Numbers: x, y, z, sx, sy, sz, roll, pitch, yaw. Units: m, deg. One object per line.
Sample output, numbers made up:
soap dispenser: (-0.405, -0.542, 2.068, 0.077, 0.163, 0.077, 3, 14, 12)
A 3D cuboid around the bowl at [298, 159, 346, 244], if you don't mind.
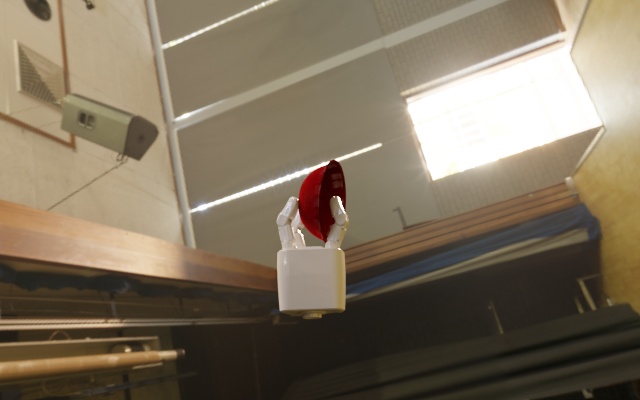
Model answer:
bowl: (0.000, 0.002, 0.899, 0.055, 0.162, 0.162, 3, 1, 20)
